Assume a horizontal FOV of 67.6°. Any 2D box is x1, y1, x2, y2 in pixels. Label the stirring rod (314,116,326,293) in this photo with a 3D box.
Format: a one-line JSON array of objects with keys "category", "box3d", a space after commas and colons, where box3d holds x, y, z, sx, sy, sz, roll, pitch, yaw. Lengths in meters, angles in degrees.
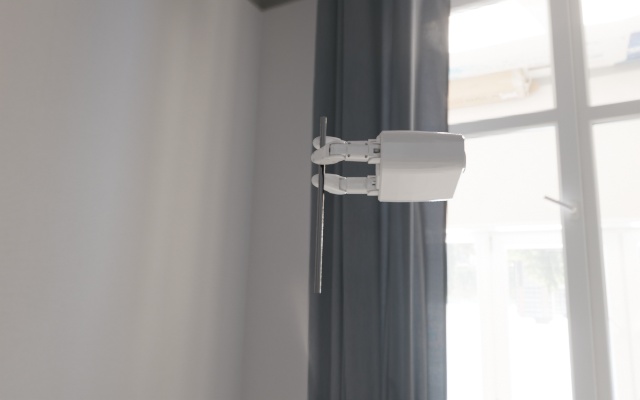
[{"category": "stirring rod", "box3d": [0.000, 0.002, 0.643, 0.011, 0.239, 0.011, 2, -11, 0]}]
